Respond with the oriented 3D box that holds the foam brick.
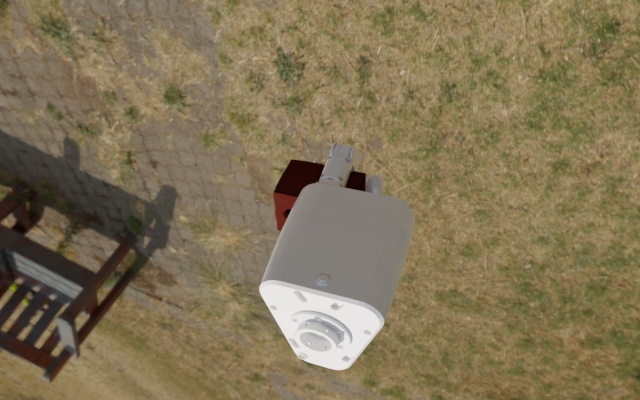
[{"bbox_3d":[0.000,0.001,0.455,0.078,0.053,0.051,12,46,13],"label":"foam brick"}]
